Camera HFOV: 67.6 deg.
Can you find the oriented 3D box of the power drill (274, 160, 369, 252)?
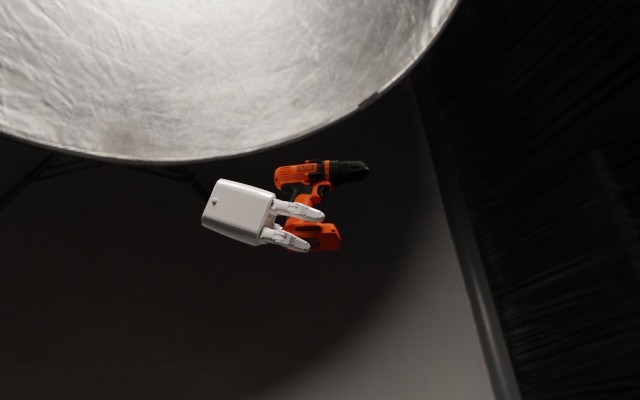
[{"bbox_3d":[0.000,0.003,0.882,0.184,0.187,0.057,-6,-42,10],"label":"power drill"}]
